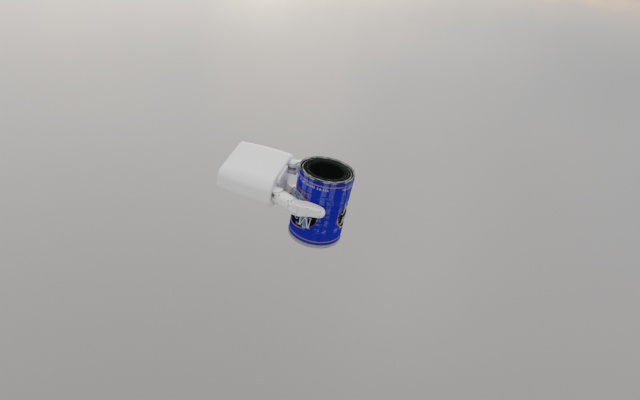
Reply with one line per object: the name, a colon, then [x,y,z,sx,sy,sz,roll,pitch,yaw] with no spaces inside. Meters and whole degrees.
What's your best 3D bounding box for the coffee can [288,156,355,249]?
coffee can: [0.000,0.003,0.885,0.103,0.140,0.102,9,30,-5]
